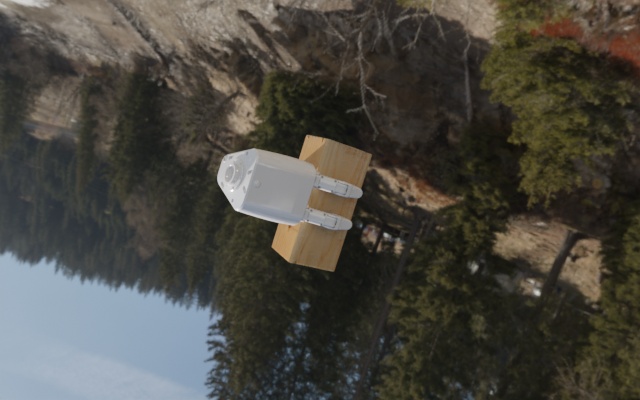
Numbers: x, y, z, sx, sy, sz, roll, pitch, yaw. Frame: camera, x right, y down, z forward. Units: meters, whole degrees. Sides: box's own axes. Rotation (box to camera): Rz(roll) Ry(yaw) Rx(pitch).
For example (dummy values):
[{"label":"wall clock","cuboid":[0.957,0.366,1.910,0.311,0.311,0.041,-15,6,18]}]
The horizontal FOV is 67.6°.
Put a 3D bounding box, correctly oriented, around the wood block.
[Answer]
[{"label":"wood block","cuboid":[0.000,0.003,0.812,0.090,0.206,0.091,16,5,-28]}]
